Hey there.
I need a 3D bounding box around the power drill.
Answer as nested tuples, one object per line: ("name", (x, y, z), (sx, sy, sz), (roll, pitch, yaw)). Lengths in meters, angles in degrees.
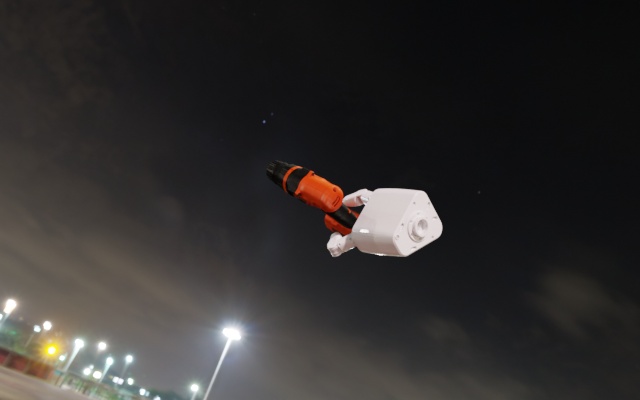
("power drill", (0.001, 0.003, 0.878), (0.184, 0.057, 0.188), (30, -7, 43))
